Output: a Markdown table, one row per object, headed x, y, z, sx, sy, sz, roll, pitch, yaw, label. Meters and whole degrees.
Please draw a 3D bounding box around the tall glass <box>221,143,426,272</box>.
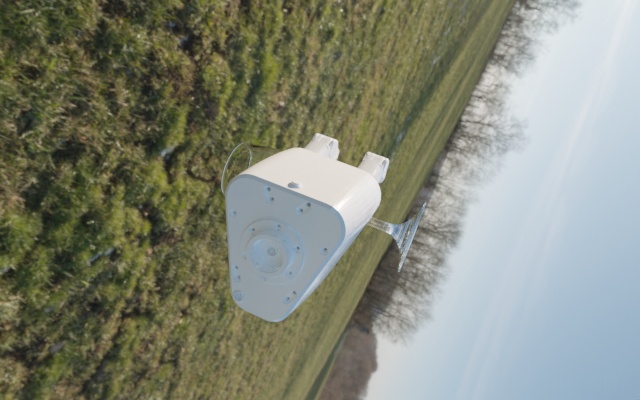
| x | y | z | sx | sy | sz | roll | pitch | yaw | label |
| --- | --- | --- | --- | --- | --- | --- | --- | --- | --- |
| 0.001 | 0.002 | 0.493 | 0.201 | 0.079 | 0.079 | 21 | 5 | 12 | tall glass |
